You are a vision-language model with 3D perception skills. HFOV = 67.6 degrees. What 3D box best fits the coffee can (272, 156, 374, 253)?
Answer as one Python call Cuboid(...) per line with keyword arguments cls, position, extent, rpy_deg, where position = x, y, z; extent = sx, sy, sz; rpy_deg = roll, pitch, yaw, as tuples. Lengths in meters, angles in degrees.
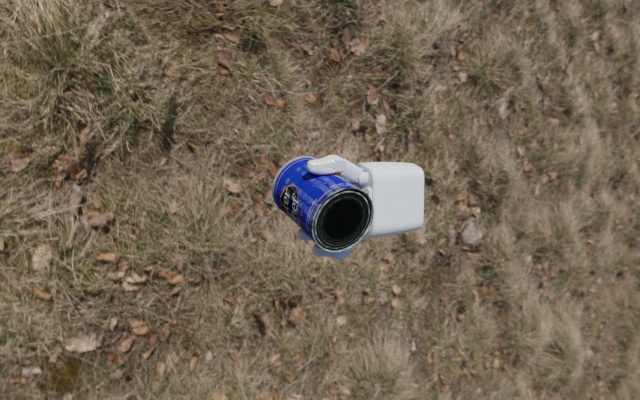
Cuboid(cls="coffee can", position=(0.000, 0.002, 0.729), extent=(0.103, 0.103, 0.140), rpy_deg=(0, 23, -31))
